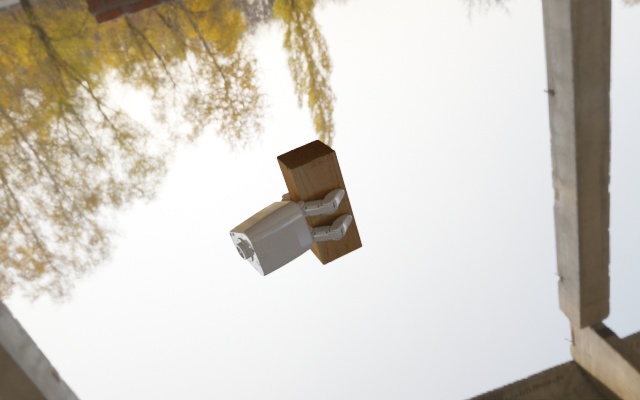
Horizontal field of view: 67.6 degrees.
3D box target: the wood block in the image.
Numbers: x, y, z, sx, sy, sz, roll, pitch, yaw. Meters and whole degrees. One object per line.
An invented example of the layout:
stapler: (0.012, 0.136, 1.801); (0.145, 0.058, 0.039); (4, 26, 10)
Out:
wood block: (0.000, 0.003, 0.896); (0.090, 0.206, 0.090); (-25, 28, -13)
